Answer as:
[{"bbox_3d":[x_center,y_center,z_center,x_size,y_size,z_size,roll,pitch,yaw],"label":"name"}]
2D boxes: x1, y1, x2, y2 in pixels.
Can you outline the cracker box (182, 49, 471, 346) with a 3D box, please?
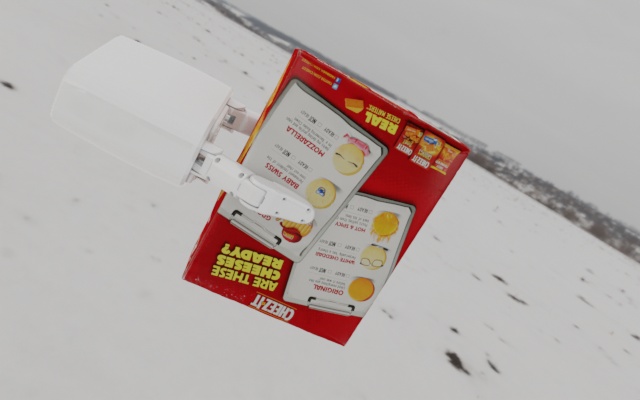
[{"bbox_3d":[0.000,0.001,0.426,0.164,0.214,0.072,26,15,-13],"label":"cracker box"}]
